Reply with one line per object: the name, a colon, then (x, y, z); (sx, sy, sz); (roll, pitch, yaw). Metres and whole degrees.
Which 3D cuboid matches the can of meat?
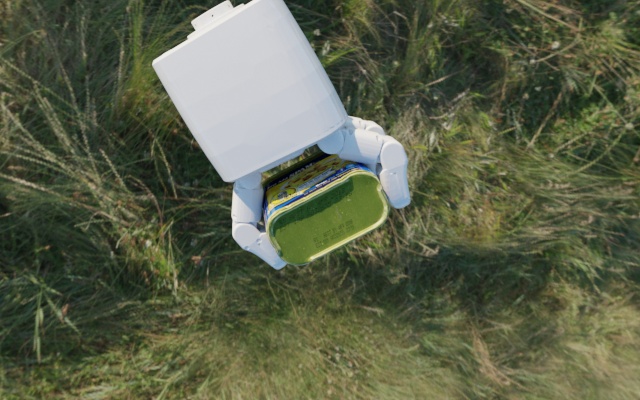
can of meat: (0.000, 0.002, 0.402); (0.102, 0.057, 0.084); (-28, 22, 1)
